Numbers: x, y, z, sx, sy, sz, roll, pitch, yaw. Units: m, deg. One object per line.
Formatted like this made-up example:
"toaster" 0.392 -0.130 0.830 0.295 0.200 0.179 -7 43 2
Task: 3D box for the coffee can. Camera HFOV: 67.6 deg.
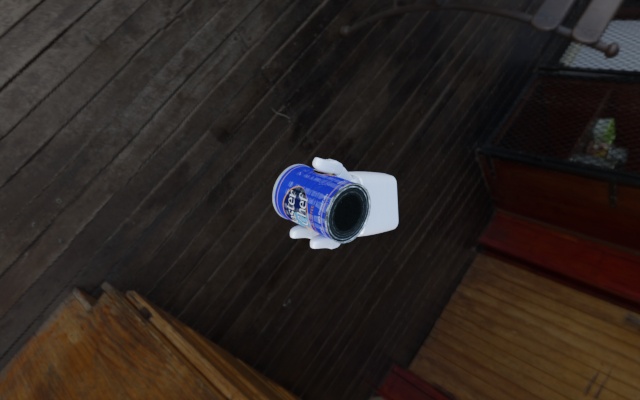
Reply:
"coffee can" 0.000 0.003 0.814 0.103 0.103 0.140 0 16 -44
